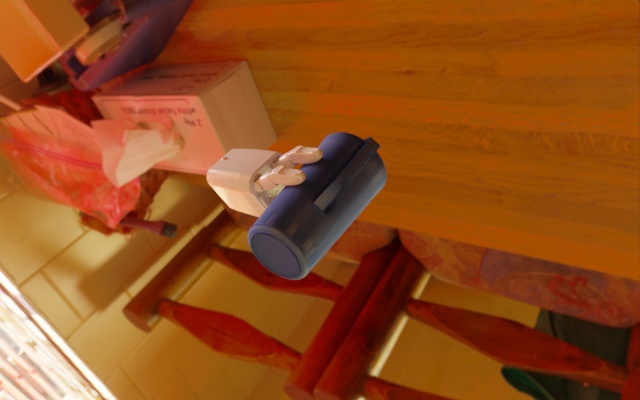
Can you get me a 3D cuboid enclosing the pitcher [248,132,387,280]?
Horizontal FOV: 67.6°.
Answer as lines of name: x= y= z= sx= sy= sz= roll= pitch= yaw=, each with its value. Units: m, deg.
pitcher: x=0.000 y=0.002 z=0.755 sx=0.145 sy=0.149 sz=0.242 roll=12 pitch=45 yaw=32
